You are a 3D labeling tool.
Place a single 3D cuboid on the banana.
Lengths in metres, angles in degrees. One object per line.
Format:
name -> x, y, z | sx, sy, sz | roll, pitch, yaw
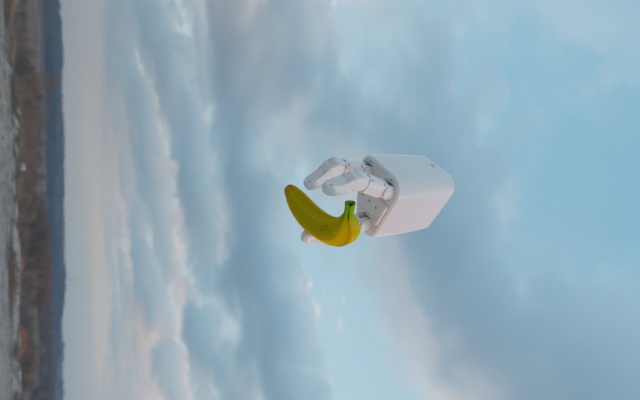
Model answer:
banana -> 0.003, 0.021, 0.622 | 0.037, 0.069, 0.198 | -8, 10, -26
